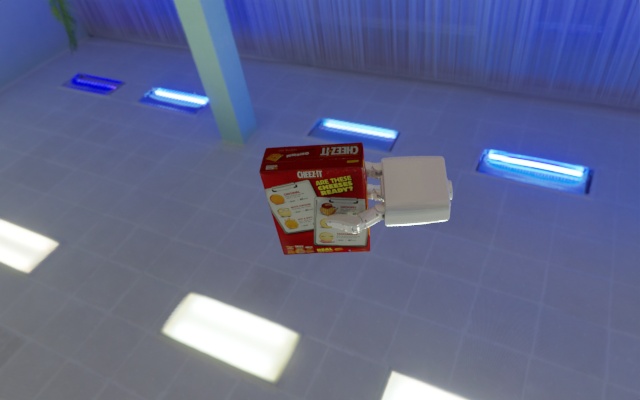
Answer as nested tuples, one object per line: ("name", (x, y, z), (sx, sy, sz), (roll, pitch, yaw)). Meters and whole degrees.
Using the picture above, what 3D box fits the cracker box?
("cracker box", (0.000, 0.003, 0.827), (0.164, 0.072, 0.214), (-3, -44, 8))
